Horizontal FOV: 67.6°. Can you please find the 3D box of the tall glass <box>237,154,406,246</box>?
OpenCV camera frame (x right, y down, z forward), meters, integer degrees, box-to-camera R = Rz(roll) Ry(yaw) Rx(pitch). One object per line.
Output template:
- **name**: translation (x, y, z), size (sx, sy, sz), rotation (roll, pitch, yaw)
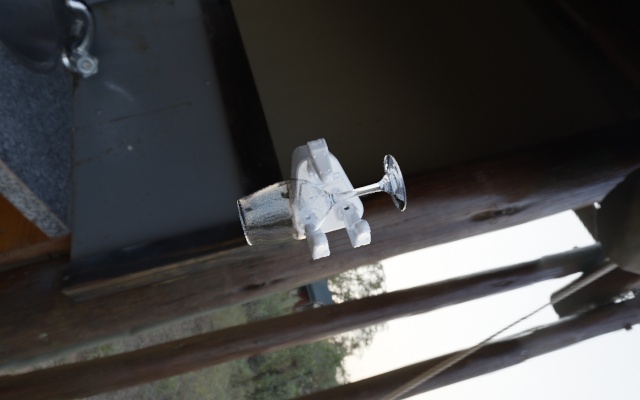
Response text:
- **tall glass**: translation (0.001, 0.002, 0.603), size (0.201, 0.079, 0.079), rotation (-15, 1, -5)
